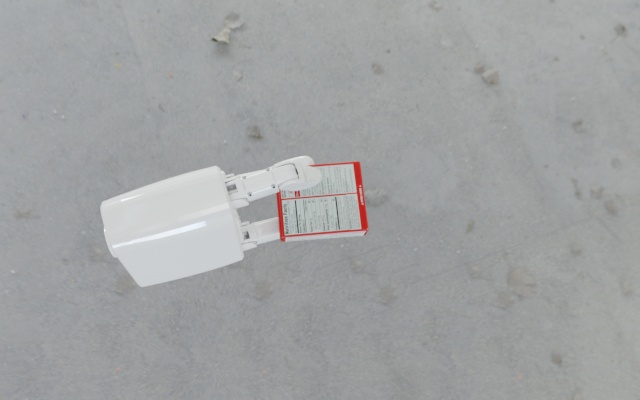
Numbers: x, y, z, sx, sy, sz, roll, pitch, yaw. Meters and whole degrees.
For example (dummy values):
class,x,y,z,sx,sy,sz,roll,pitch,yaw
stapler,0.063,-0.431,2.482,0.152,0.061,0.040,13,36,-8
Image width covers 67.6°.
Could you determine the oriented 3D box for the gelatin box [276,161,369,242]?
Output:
class,x,y,z,sx,sy,sz,roll,pitch,yaw
gelatin box,0.000,0.001,0.485,0.089,0.073,0.030,-5,-15,-5
